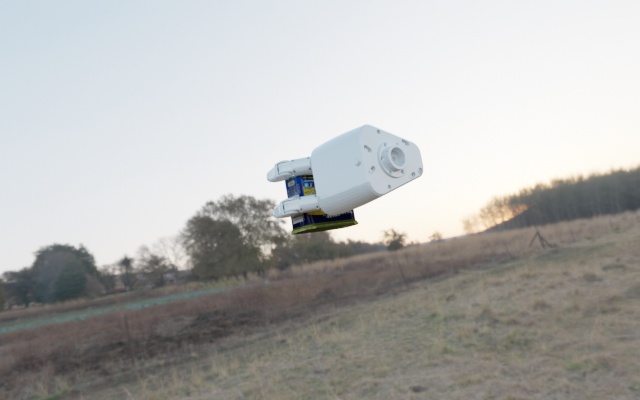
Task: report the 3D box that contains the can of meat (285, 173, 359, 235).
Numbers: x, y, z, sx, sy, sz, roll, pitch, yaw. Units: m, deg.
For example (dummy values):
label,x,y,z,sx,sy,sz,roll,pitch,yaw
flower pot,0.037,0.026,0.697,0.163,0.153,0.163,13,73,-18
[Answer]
label,x,y,z,sx,sy,sz,roll,pitch,yaw
can of meat,0.000,0.002,0.714,0.102,0.084,0.057,-5,-9,-33
